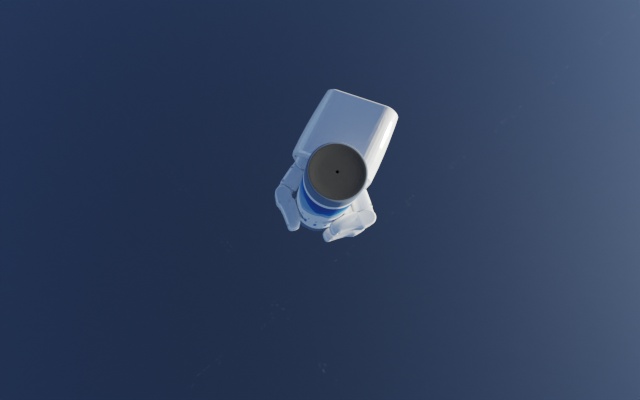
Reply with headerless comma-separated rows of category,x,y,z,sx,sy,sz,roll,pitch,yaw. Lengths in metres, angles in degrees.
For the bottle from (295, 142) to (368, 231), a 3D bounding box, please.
bottle,0.000,0.002,0.641,0.069,0.069,0.296,0,-13,-7
